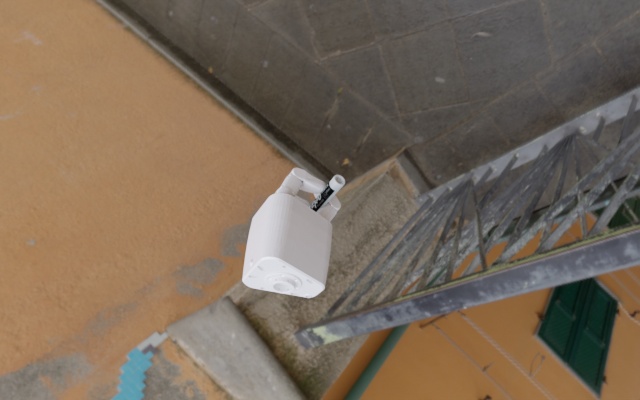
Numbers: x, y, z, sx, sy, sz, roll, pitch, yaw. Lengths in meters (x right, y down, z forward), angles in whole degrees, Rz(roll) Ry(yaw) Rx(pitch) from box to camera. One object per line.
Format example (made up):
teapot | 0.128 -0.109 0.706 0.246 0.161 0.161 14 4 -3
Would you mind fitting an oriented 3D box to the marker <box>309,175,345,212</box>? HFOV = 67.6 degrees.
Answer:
marker | 0.000 0.002 0.729 0.020 0.020 0.121 0 -32 -33
